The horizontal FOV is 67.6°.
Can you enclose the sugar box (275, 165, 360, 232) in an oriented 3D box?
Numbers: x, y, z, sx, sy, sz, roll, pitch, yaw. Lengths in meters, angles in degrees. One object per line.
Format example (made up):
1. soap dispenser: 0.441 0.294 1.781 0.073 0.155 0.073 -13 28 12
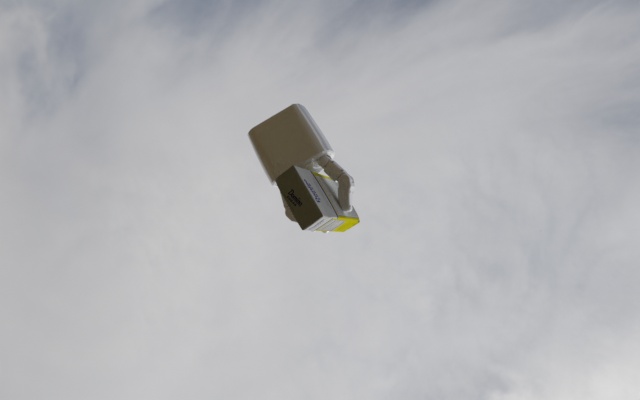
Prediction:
1. sugar box: 0.000 0.003 0.768 0.048 0.093 0.176 -36 -17 19
